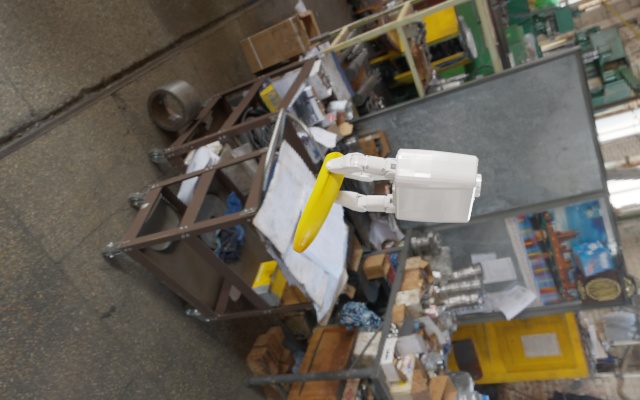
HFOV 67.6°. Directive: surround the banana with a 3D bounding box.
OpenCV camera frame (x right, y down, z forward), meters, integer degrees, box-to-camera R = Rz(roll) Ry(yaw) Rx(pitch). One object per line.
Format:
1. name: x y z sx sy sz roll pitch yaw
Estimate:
1. banana: 0.006 -0.012 0.704 0.037 0.197 0.070 22 -42 -1
